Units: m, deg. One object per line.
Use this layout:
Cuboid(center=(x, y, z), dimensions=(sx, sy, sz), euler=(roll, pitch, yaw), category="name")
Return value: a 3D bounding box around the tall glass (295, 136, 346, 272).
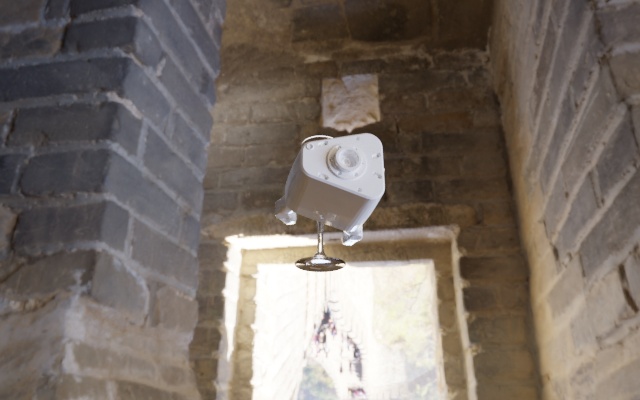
Cuboid(center=(0.000, 0.003, 0.728), dimensions=(0.079, 0.201, 0.079), euler=(0, -24, 0), category="tall glass")
